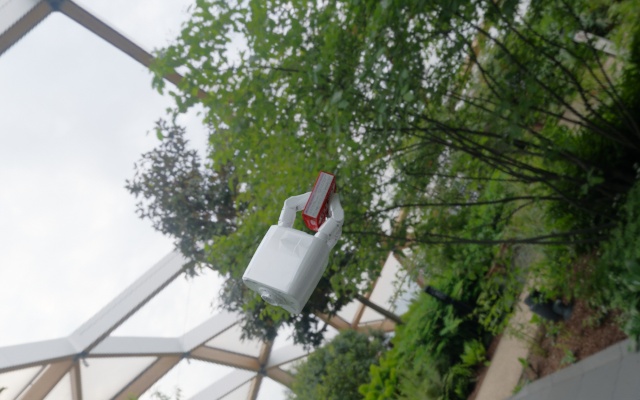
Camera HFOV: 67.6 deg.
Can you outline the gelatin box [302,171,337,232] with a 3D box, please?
[{"bbox_3d":[0.000,0.002,0.835,0.030,0.089,0.073,19,-16,11],"label":"gelatin box"}]
